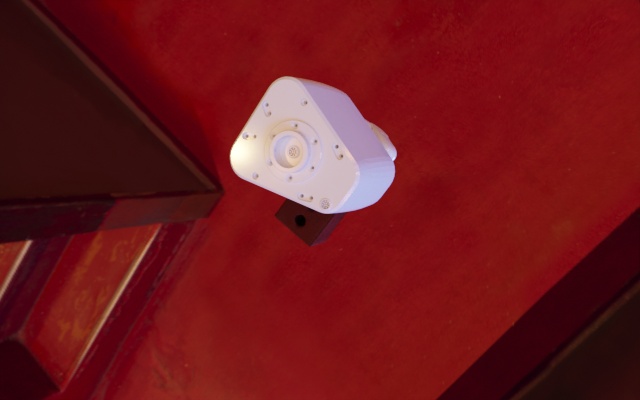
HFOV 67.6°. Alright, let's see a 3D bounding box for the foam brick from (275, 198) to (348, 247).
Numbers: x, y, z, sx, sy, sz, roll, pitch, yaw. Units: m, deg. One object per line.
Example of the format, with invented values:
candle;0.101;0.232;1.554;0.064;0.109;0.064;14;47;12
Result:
foam brick;0.000;0.002;0.504;0.053;0.078;0.051;40;17;13
